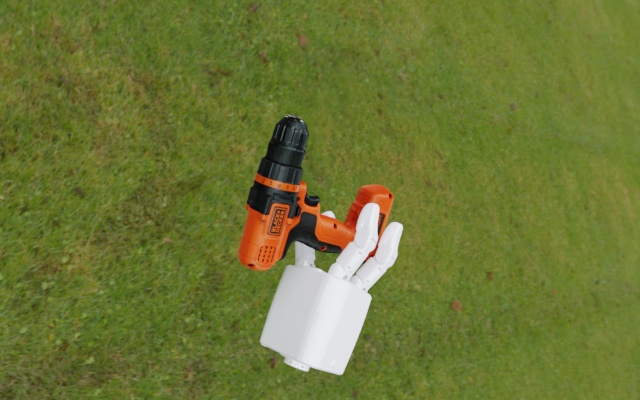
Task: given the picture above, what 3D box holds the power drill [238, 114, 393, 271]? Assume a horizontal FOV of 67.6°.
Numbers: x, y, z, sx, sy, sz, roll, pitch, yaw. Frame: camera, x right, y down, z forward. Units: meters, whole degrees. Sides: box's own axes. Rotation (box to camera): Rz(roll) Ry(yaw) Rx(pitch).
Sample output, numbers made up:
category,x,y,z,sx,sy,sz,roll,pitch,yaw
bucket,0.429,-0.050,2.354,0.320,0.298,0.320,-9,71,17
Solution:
category,x,y,z,sx,sy,sz,roll,pitch,yaw
power drill,0.000,0.002,0.592,0.188,0.184,0.057,11,12,-34
